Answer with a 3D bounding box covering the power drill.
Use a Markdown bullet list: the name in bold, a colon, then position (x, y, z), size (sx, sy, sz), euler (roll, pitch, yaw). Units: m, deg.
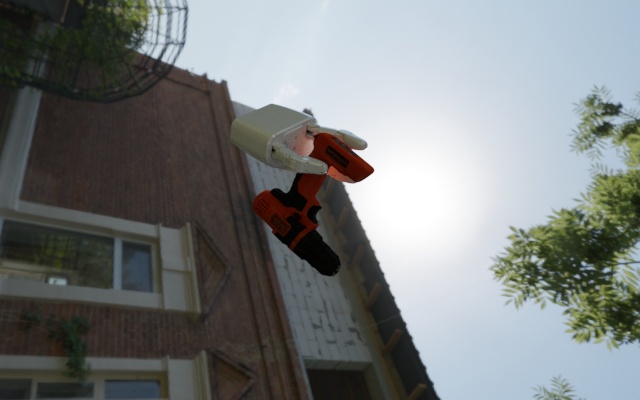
- **power drill**: position (0.000, 0.002, 0.757), size (0.184, 0.188, 0.057), euler (42, 15, 15)
